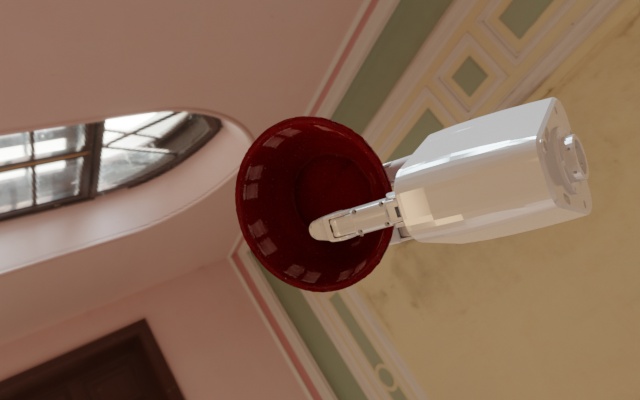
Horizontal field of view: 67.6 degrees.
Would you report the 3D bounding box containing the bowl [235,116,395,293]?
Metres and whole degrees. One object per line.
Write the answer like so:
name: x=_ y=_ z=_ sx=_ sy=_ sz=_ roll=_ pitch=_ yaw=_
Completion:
bowl: x=-0.001 y=0.001 z=0.454 sx=0.162 sy=0.162 sz=0.055 roll=0 pitch=9 yaw=26
